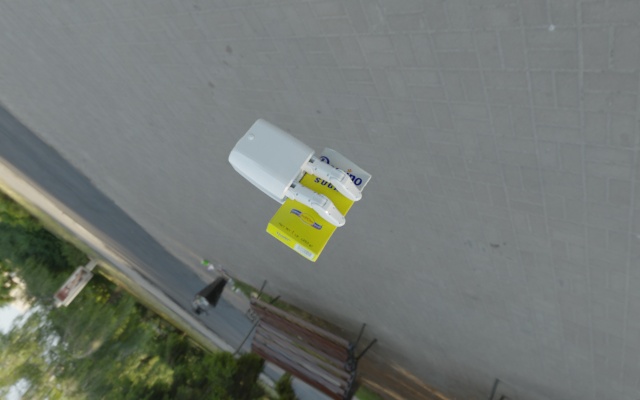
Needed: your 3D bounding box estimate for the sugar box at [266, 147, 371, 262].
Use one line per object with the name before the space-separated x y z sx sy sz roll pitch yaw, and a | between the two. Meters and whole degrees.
sugar box | 0.000 0.002 0.778 0.093 0.176 0.048 34 -24 2
